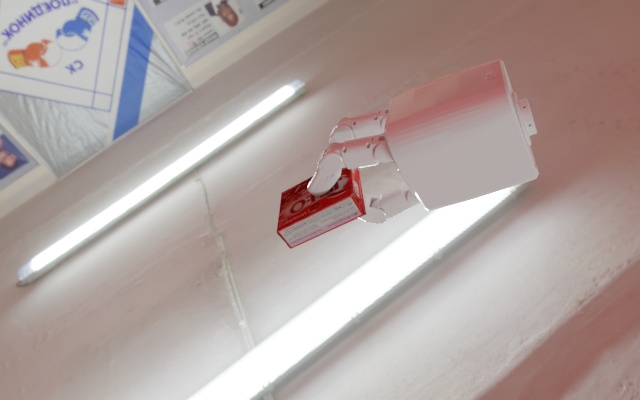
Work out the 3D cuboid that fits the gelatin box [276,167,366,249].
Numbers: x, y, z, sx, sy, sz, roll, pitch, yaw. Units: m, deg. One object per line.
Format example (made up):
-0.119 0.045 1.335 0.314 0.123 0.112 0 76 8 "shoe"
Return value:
0.000 0.002 0.492 0.089 0.030 0.073 -27 29 16 "gelatin box"
